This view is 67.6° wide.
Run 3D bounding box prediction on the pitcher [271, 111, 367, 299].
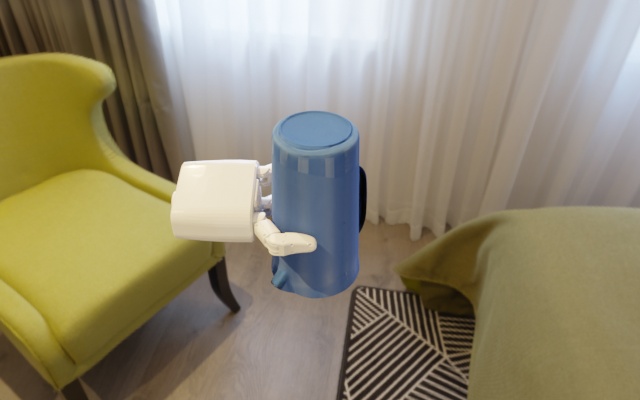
[{"bbox_3d":[0.000,0.002,0.658,0.145,0.243,0.149,1,38,0],"label":"pitcher"}]
